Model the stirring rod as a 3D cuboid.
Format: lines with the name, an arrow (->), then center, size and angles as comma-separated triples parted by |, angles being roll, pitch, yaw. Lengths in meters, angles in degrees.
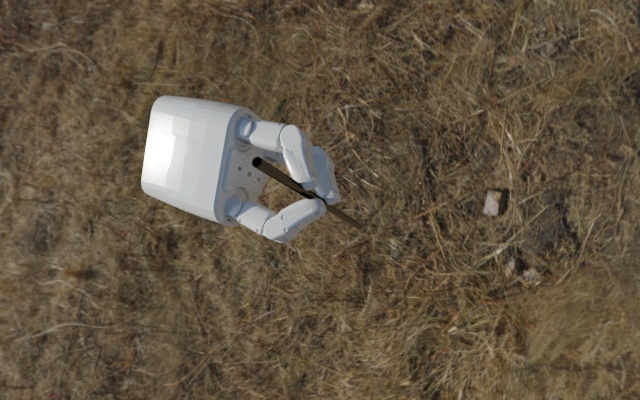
stirring rod -> 0.000, 0.002, 0.450 | 0.011, 0.011, 0.239 | 0, -14, 23
